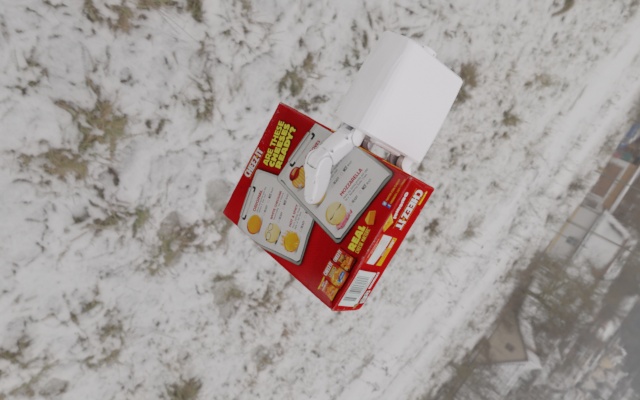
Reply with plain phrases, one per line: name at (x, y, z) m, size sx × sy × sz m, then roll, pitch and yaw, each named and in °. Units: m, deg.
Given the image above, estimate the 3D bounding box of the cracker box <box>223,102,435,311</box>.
cracker box at (0.000, 0.002, 0.568) m, size 0.213 × 0.164 × 0.072 m, roll 35°, pitch 11°, yaw 36°
